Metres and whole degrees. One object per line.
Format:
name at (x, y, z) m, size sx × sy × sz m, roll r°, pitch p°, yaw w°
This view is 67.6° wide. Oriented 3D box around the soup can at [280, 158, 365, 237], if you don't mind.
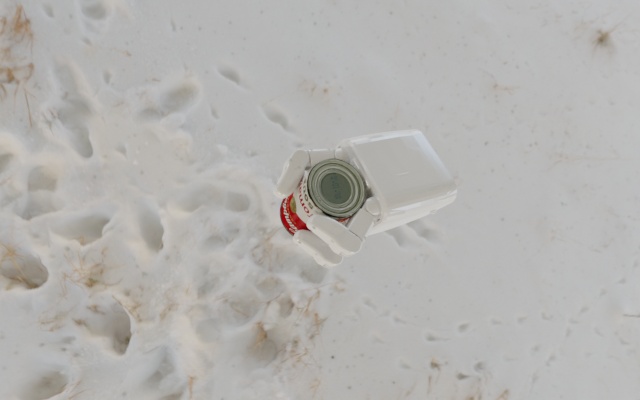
soup can at (0.000, 0.002, 0.542) m, size 0.068 × 0.068 × 0.102 m, roll 0°, pitch -18°, yaw -22°
